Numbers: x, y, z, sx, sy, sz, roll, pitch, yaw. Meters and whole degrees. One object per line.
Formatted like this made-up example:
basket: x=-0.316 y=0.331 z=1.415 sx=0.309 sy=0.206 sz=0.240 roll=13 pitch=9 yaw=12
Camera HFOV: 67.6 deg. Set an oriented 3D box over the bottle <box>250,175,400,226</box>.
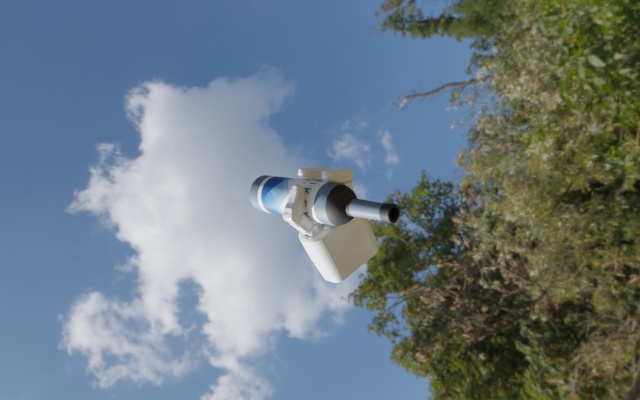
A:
bottle: x=0.000 y=0.002 z=0.773 sx=0.069 sy=0.069 sz=0.295 roll=0 pitch=6 yaw=-45
